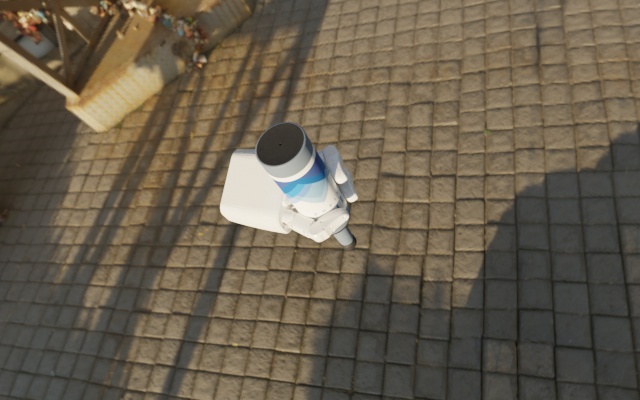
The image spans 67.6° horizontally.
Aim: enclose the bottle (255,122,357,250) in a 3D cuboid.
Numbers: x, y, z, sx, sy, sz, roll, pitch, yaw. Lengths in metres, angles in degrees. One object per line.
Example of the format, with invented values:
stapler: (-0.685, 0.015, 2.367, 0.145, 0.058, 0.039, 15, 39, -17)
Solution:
bottle: (0.000, 0.002, 0.690, 0.069, 0.069, 0.296, 0, -28, 22)
